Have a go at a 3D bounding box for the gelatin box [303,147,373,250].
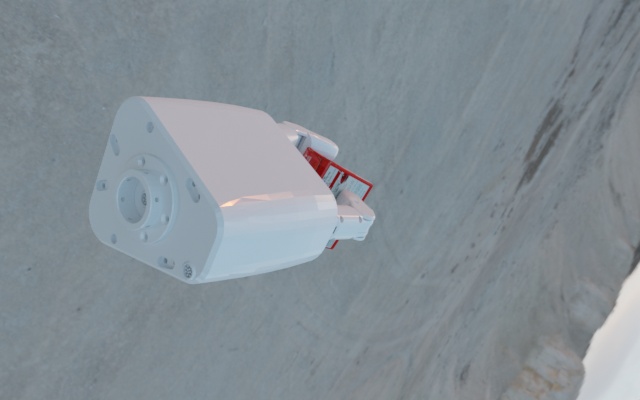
[{"bbox_3d":[0.001,0.002,0.417,0.030,0.073,0.089,35,7,31],"label":"gelatin box"}]
